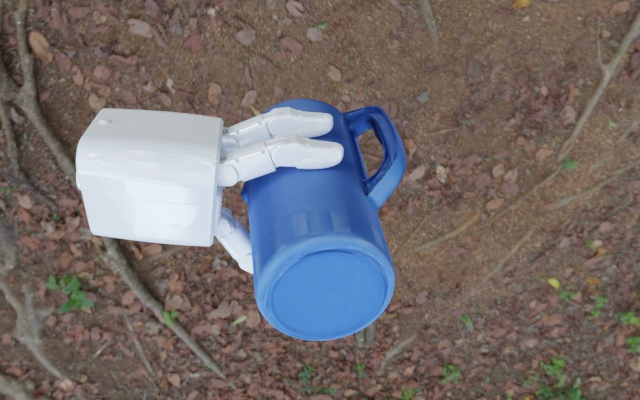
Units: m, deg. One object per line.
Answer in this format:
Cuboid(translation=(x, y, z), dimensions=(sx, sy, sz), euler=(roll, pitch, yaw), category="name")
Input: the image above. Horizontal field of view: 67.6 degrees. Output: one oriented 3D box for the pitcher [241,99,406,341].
Cuboid(translation=(0.000, 0.002, 0.452), dimensions=(0.145, 0.149, 0.242), euler=(7, 31, -13), category="pitcher")
